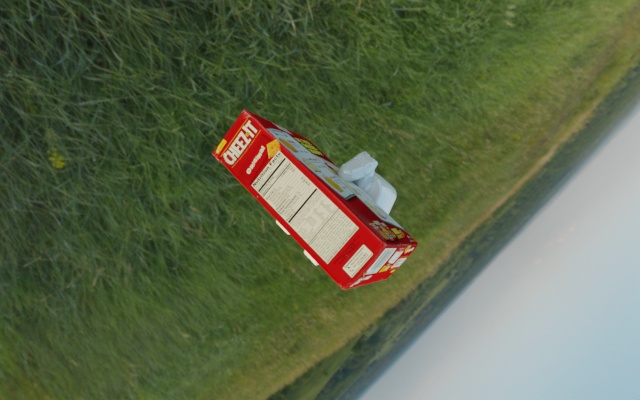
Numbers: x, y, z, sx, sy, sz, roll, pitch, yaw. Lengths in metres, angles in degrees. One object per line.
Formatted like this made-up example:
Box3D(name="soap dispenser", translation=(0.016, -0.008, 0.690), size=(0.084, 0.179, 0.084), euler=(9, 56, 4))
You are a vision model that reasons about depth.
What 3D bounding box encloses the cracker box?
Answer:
Box3D(name="cracker box", translation=(0.000, 0.002, 0.552), size=(0.213, 0.072, 0.164), euler=(44, 12, 19))
